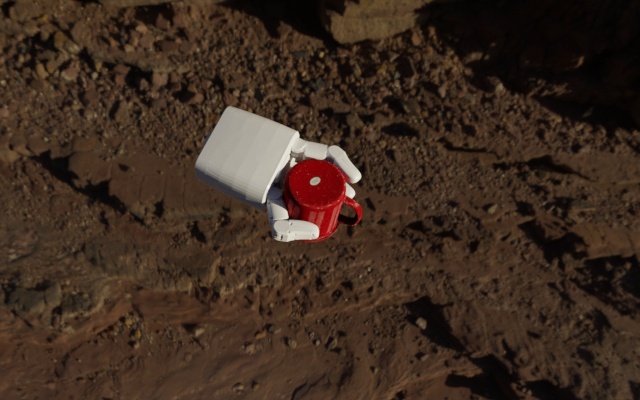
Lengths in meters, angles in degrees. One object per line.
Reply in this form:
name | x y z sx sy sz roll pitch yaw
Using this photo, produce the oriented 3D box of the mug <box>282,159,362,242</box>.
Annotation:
mug | 0.001 0.003 0.646 0.117 0.093 0.081 22 -32 4
